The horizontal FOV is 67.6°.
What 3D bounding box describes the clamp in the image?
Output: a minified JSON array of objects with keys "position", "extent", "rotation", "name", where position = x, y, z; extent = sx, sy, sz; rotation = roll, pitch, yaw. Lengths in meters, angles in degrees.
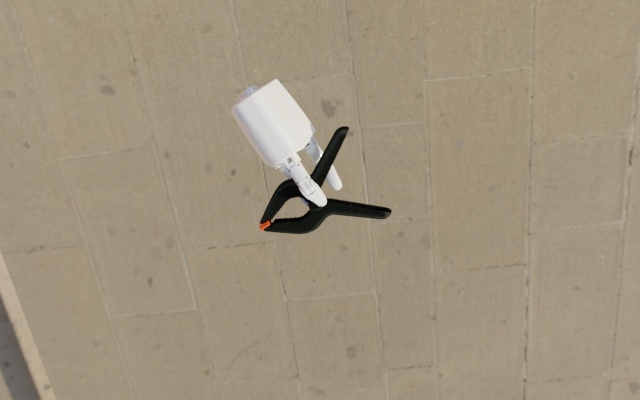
[{"position":[0.000,0.003,0.772],"extent":[0.210,0.164,0.036],"rotation":[-33,12,11],"name":"clamp"}]
